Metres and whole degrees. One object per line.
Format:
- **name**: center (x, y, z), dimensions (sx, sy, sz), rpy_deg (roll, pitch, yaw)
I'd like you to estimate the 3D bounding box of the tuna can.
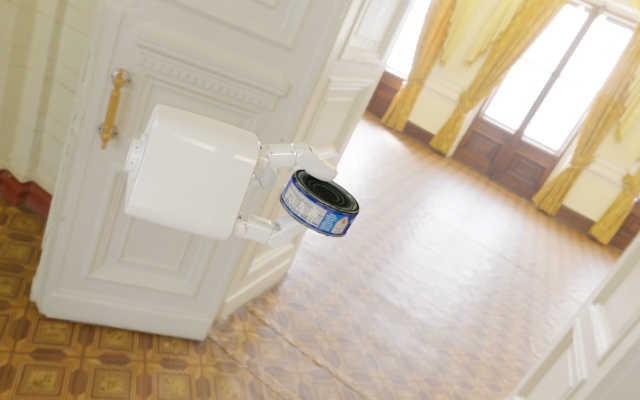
- **tuna can**: center (0.000, 0.001, 0.528), dimensions (0.086, 0.034, 0.086), rpy_deg (27, 20, -11)
